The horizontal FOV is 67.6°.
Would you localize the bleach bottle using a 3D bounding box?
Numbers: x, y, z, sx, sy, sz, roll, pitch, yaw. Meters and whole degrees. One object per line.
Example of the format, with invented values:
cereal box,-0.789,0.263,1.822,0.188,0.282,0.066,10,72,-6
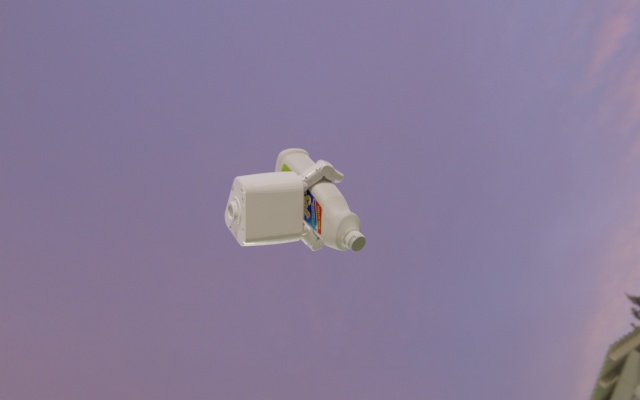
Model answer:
bleach bottle,0.000,0.003,0.838,0.068,0.103,0.250,-5,31,-31
